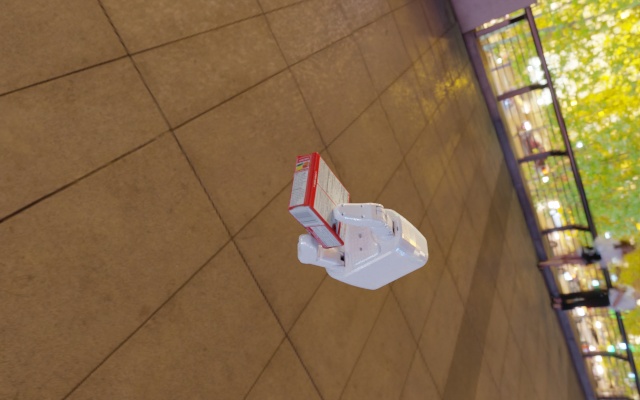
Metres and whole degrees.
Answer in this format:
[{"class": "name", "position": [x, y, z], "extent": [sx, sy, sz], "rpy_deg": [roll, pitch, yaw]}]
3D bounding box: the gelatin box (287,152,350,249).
[{"class": "gelatin box", "position": [0.000, 0.001, 0.537], "extent": [0.030, 0.073, 0.089], "rpy_deg": [-11, -38, 26]}]
